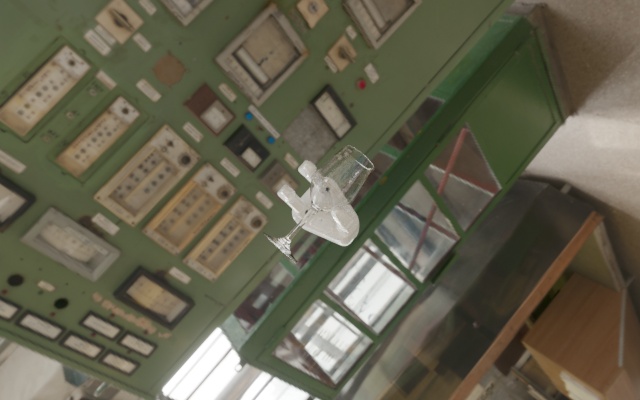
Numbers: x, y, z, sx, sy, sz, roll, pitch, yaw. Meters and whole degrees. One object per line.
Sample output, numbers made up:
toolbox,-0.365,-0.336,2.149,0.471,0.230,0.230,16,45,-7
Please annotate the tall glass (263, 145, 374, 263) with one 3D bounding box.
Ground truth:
tall glass,0.000,0.003,0.779,0.079,0.201,0.079,41,-6,5
